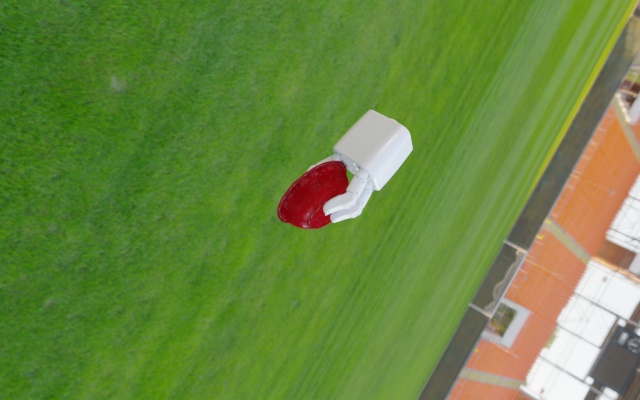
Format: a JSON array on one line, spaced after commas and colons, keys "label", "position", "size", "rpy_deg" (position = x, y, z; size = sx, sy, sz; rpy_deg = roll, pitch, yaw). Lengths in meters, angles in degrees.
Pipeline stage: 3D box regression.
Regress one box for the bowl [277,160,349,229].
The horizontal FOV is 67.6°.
[{"label": "bowl", "position": [-0.001, 0.004, 0.890], "size": [0.162, 0.055, 0.162], "rpy_deg": [-32, -25, -17]}]
